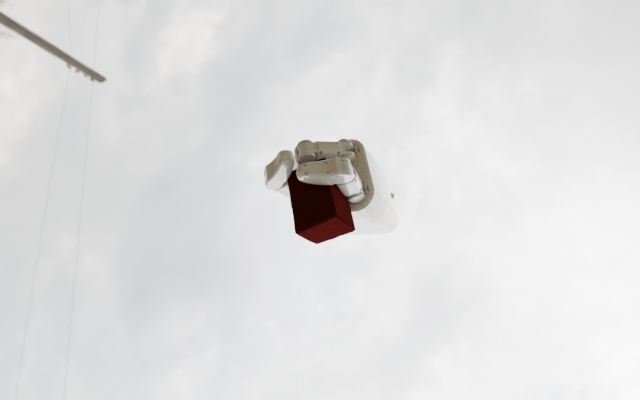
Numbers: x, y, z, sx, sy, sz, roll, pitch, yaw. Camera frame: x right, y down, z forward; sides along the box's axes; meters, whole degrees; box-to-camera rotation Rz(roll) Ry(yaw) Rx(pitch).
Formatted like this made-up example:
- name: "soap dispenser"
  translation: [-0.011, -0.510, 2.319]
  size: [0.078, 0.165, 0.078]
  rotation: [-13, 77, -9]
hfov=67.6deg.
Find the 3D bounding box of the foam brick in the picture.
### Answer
- name: "foam brick"
  translation: [0.000, 0.002, 0.538]
  size: [0.053, 0.078, 0.051]
  rotation: [-21, -30, 20]
